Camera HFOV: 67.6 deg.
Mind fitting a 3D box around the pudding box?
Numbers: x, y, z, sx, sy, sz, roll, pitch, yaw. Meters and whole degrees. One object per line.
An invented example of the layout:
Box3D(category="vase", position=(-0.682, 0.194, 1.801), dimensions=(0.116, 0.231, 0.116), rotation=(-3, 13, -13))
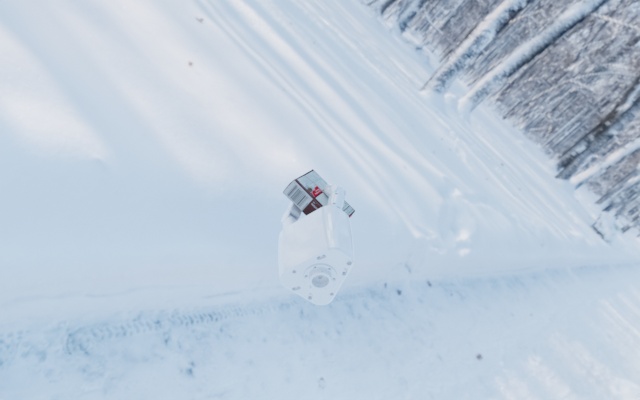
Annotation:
Box3D(category="pudding box", position=(0.000, 0.003, 0.833), dimensions=(0.039, 0.113, 0.090), rotation=(-45, -4, 24))
